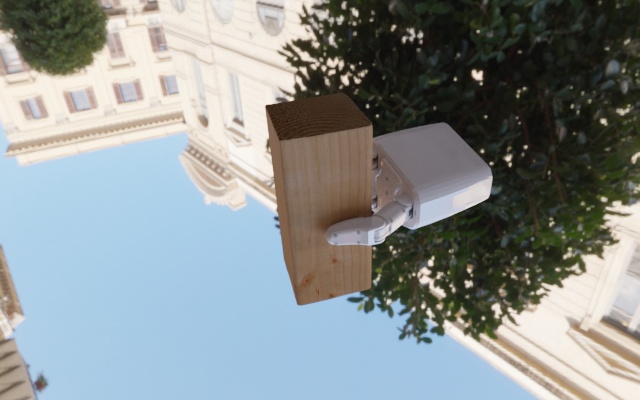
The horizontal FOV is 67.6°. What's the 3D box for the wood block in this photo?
[{"bbox_3d":[0.001,0.002,0.519,0.090,0.206,0.090,-11,34,-11],"label":"wood block"}]
